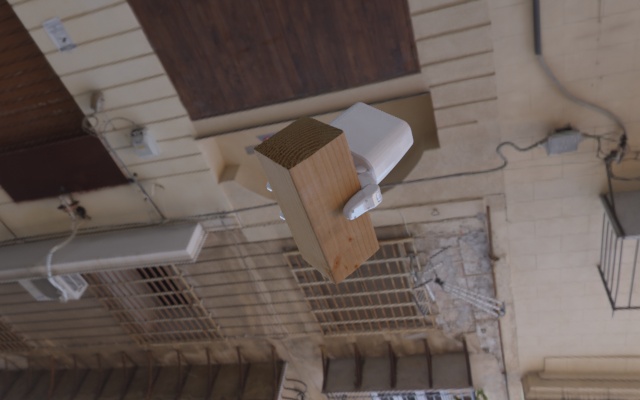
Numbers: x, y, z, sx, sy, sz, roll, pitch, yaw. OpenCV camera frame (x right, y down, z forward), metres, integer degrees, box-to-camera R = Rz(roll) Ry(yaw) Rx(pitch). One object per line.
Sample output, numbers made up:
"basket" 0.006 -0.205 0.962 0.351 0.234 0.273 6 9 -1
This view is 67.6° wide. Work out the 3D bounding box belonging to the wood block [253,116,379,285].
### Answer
"wood block" 0.001 0.002 0.655 0.090 0.206 0.090 -37 39 -20
